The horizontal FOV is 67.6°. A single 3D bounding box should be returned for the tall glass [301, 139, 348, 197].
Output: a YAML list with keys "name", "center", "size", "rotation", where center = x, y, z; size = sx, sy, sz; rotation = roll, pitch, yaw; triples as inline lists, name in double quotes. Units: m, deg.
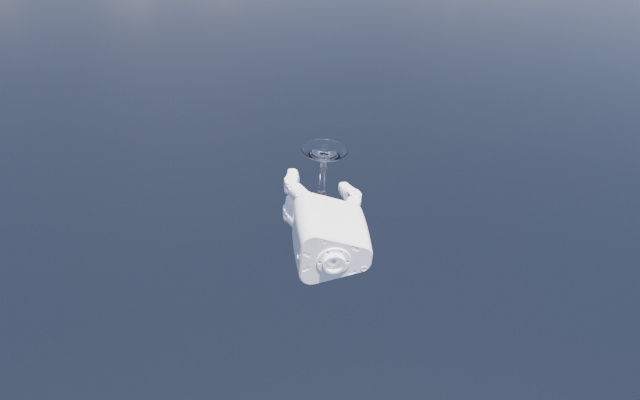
- name: "tall glass"
  center: [0.000, 0.002, 0.809]
  size: [0.079, 0.201, 0.079]
  rotation: [3, 34, -2]
